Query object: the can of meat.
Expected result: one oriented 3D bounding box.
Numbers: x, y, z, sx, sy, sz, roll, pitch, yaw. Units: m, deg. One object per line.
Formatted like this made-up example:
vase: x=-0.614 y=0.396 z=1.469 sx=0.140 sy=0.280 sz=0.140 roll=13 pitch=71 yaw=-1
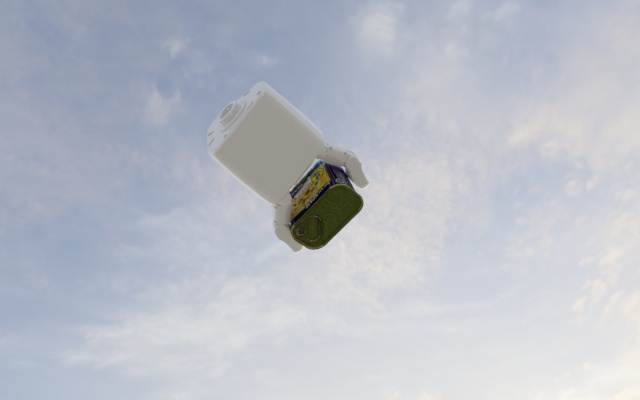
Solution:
can of meat: x=0.000 y=0.002 z=0.649 sx=0.057 sy=0.102 sz=0.084 roll=36 pitch=17 yaw=-30
